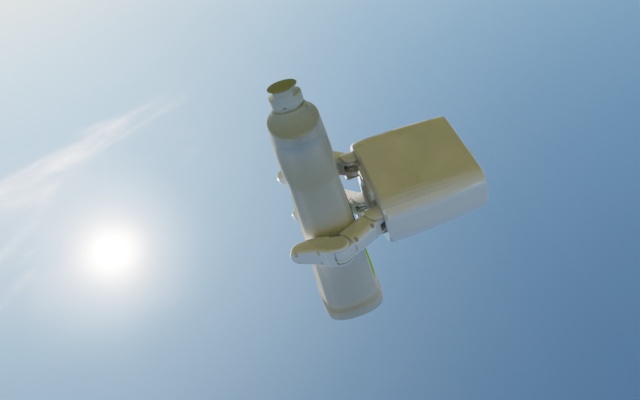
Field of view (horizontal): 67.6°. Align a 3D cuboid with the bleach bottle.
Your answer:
[{"bbox_3d":[0.000,0.002,0.485,0.068,0.251,0.102,-19,34,-1],"label":"bleach bottle"}]
